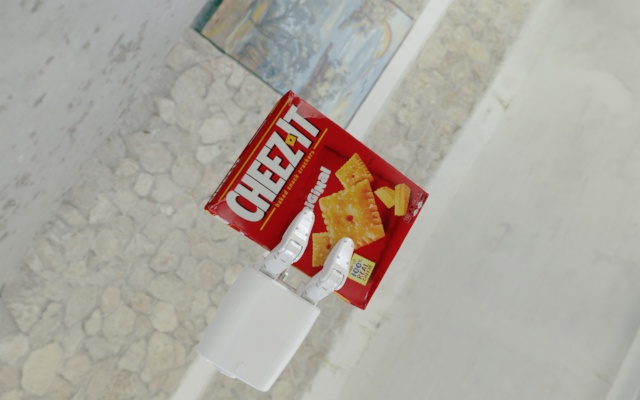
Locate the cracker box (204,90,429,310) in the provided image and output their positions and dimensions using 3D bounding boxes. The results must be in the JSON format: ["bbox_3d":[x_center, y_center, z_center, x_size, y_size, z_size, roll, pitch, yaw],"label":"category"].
[{"bbox_3d":[0.000,0.002,0.562,0.214,0.164,0.072,35,-11,-13],"label":"cracker box"}]
